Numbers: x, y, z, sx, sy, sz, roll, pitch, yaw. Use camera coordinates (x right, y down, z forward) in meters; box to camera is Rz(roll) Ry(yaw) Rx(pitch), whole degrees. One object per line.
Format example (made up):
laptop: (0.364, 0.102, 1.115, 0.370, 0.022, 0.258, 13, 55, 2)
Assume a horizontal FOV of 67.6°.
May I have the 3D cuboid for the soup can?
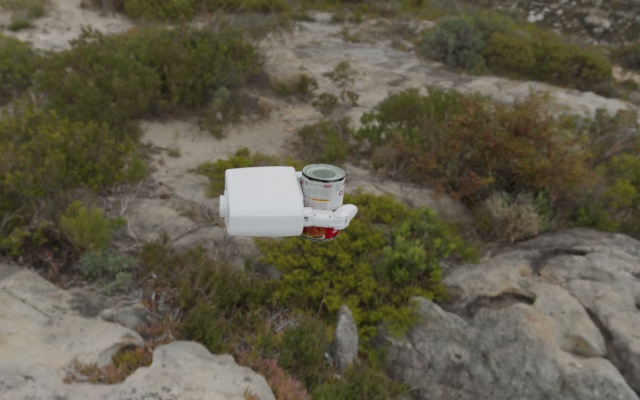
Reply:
soup can: (0.001, 0.002, 0.735, 0.068, 0.102, 0.068, 5, 25, -2)
